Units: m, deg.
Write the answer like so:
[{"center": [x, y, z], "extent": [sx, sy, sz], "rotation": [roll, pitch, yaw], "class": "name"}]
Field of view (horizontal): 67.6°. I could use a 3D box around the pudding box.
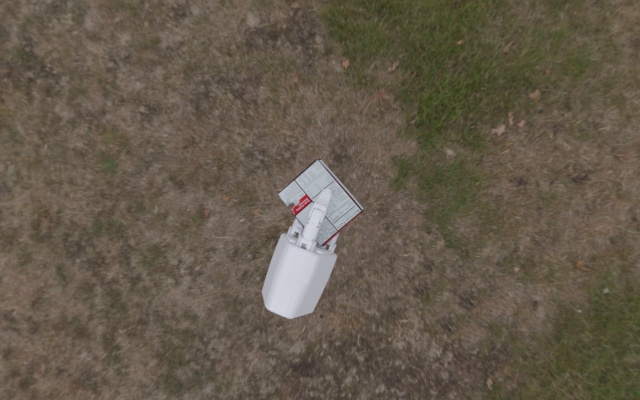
[{"center": [0.000, 0.003, 0.756], "extent": [0.090, 0.113, 0.039], "rotation": [-40, -2, 6], "class": "pudding box"}]
